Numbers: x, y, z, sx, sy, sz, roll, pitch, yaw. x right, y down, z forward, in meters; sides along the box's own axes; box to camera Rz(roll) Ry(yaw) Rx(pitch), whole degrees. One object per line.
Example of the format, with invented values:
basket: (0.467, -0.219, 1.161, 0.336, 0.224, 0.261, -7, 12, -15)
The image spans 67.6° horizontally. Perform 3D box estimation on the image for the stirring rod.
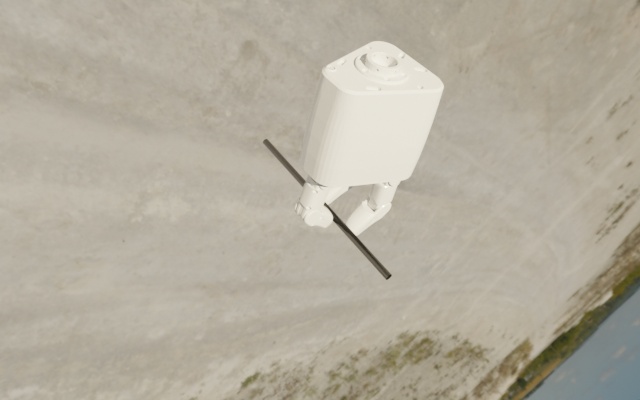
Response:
stirring rod: (0.000, 0.002, 0.551, 0.011, 0.011, 0.239, 0, 40, -50)
